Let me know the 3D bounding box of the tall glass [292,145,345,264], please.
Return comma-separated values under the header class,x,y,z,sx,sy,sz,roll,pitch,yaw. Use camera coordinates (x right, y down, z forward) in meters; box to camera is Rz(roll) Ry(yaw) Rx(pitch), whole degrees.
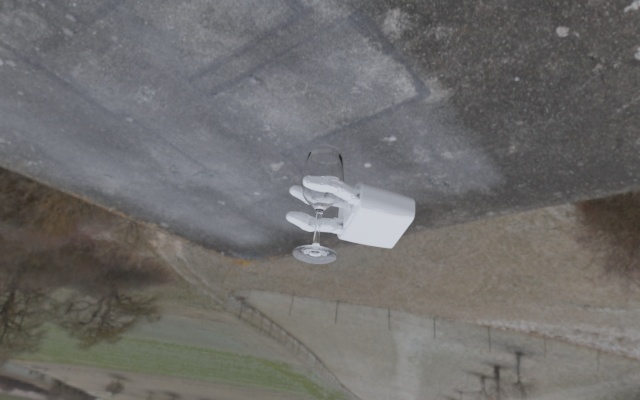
class,x,y,z,sx,sy,sz,roll,pitch,yaw
tall glass,0.000,0.003,0.825,0.079,0.201,0.079,4,-28,2
